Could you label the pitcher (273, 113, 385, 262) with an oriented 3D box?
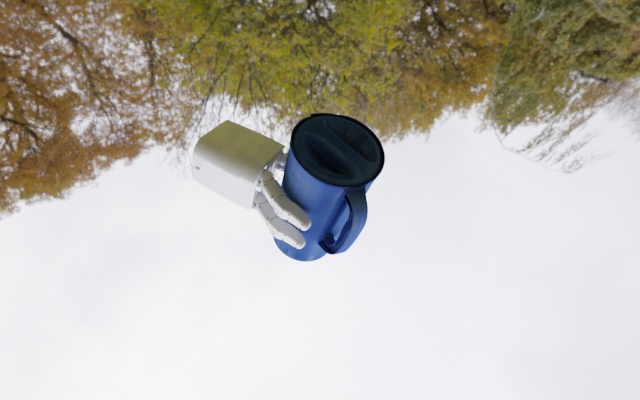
[{"bbox_3d":[0.000,0.002,0.727,0.145,0.149,0.243,27,-38,4],"label":"pitcher"}]
